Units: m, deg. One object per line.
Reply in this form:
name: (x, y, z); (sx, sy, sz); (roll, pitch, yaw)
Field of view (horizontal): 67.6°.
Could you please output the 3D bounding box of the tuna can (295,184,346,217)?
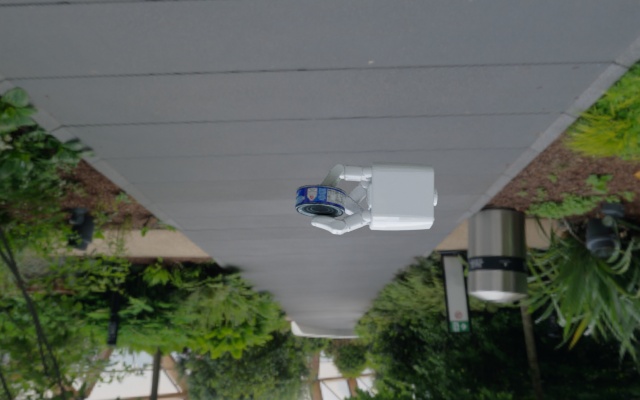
tuna can: (0.000, 0.003, 0.805); (0.086, 0.033, 0.086); (4, -17, 1)
